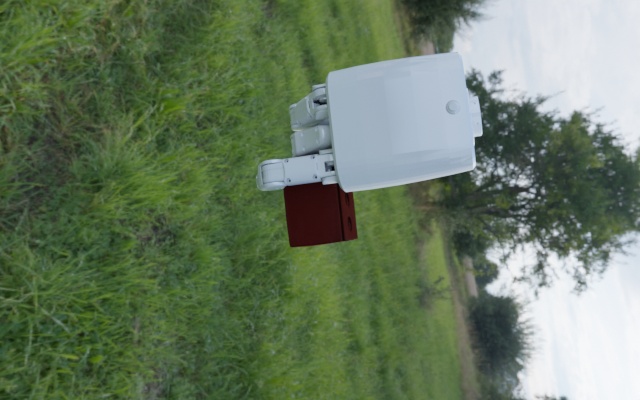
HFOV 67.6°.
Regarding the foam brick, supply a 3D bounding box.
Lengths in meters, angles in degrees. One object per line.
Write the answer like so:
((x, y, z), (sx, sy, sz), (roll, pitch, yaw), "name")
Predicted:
((0.000, 0.002, 0.429), (0.051, 0.078, 0.053), (-7, -4, 15), "foam brick")
